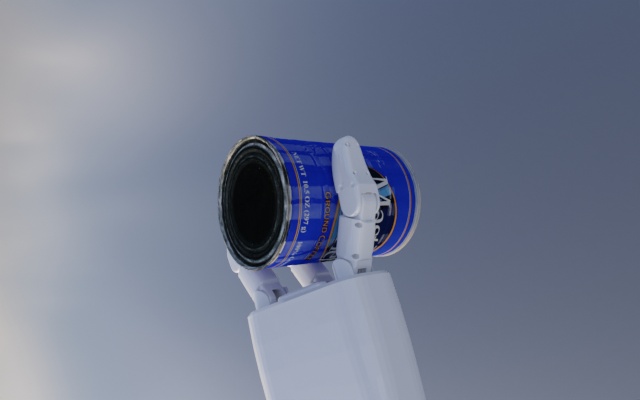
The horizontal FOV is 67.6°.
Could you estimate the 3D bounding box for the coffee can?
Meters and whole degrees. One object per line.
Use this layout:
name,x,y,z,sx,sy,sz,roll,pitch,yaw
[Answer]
coffee can,0.000,0.001,0.403,0.140,0.103,0.103,-1,0,-39
